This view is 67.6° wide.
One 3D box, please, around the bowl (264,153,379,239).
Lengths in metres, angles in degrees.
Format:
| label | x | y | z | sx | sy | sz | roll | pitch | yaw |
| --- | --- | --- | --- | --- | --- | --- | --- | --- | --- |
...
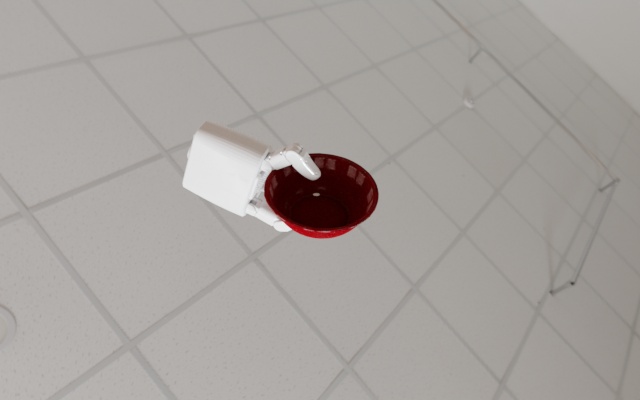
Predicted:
| label | x | y | z | sx | sy | sz | roll | pitch | yaw |
| --- | --- | --- | --- | --- | --- | --- | --- | --- | --- |
| bowl | 0.001 | 0.003 | 0.686 | 0.162 | 0.055 | 0.162 | 3 | 44 | -2 |
